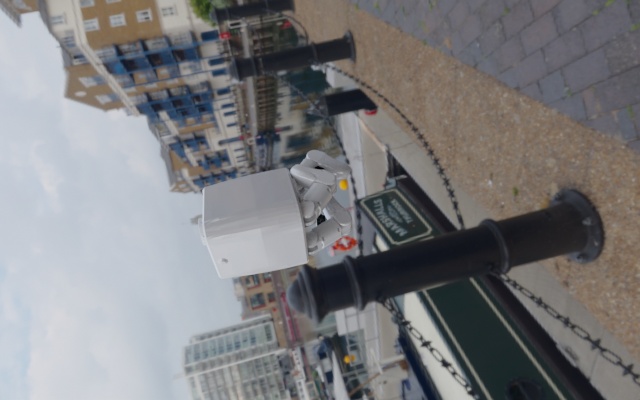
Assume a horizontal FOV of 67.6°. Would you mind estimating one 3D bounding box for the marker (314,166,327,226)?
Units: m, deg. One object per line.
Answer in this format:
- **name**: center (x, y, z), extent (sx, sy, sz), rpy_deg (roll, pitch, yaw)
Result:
- **marker**: center (0.000, 0.002, 0.623), extent (0.020, 0.020, 0.121), rpy_deg (0, -42, 5)
